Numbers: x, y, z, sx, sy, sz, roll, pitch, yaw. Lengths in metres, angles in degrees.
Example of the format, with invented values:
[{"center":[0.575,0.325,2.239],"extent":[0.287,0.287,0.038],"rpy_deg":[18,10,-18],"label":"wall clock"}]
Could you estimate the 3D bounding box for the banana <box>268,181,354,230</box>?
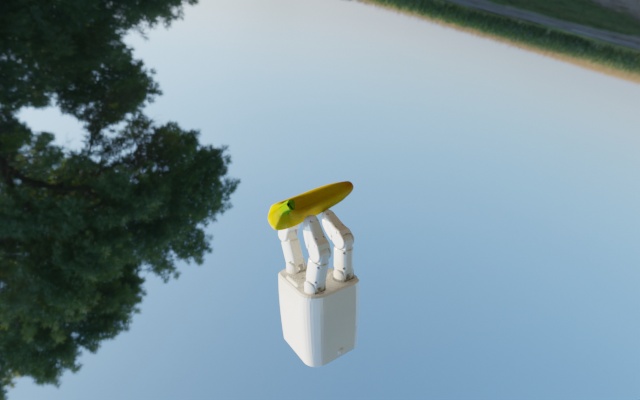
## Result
[{"center":[-0.017,0.007,0.634],"extent":[0.069,0.037,0.198],"rpy_deg":[-17,3,26],"label":"banana"}]
